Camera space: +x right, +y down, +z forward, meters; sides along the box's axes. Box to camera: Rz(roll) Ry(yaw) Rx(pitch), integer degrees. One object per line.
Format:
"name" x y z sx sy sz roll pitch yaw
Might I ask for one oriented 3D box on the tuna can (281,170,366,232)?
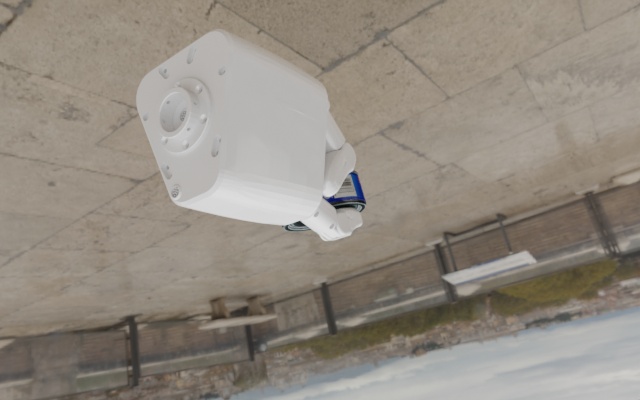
"tuna can" 0.000 0.002 0.461 0.086 0.033 0.086 -15 -14 -4
